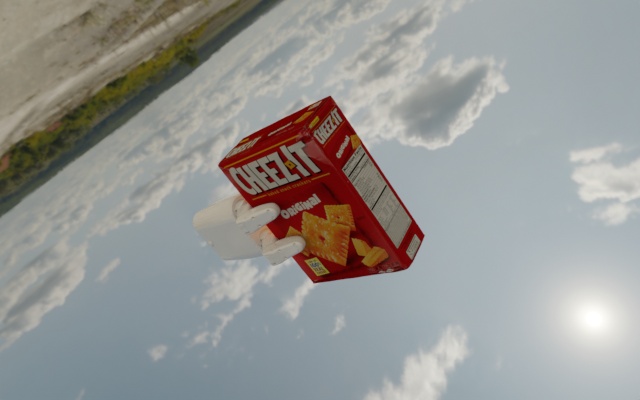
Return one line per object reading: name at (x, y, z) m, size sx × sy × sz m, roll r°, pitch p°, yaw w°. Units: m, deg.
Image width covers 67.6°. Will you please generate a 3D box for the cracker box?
cracker box at (0.000, 0.002, 0.586) m, size 0.164 × 0.214 × 0.072 m, roll -16°, pitch 29°, yaw 43°
